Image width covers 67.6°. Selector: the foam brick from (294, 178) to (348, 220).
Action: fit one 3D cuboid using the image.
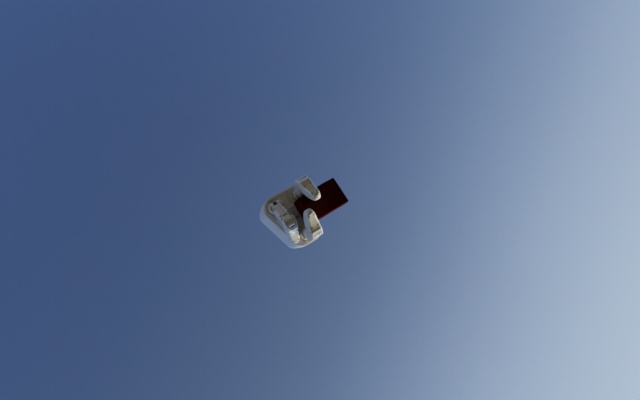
[{"bbox_3d":[0.000,0.003,0.868,0.078,0.053,0.051,-30,-3,-17],"label":"foam brick"}]
